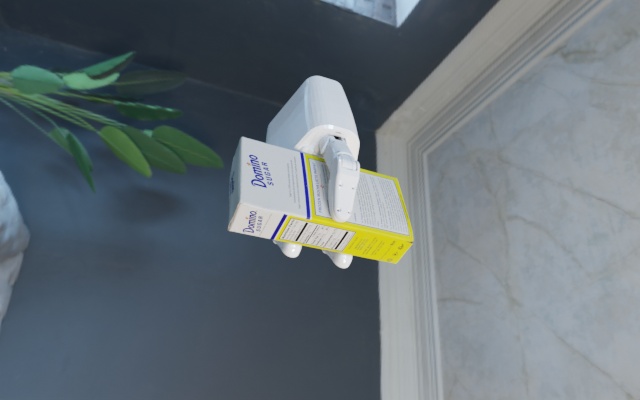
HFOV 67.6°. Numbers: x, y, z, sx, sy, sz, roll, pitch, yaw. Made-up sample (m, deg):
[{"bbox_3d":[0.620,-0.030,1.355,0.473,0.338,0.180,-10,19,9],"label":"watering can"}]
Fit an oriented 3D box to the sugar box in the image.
[{"bbox_3d":[0.000,0.002,0.470,0.176,0.093,0.048,12,-47,-18],"label":"sugar box"}]
